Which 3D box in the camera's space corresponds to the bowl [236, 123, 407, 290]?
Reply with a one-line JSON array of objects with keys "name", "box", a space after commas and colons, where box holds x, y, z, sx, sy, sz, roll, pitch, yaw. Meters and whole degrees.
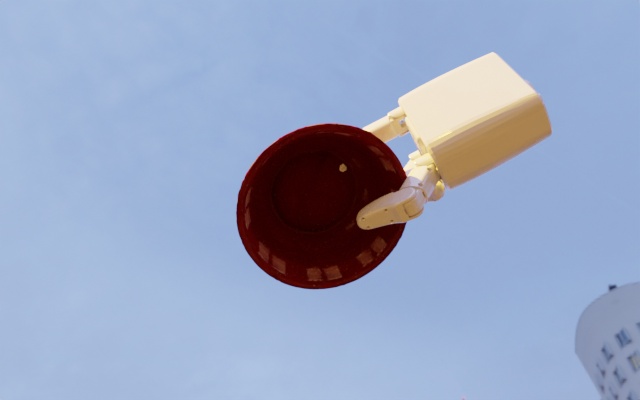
[{"name": "bowl", "box": [-0.001, 0.002, 0.455, 0.162, 0.162, 0.055, 0, 20, -14]}]
